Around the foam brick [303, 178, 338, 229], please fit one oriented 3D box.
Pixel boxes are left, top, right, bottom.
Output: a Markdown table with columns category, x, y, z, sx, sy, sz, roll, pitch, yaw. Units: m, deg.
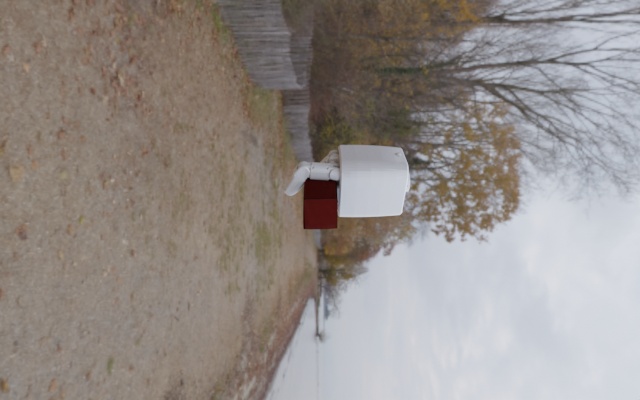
| category | x | y | z | sx | sy | sz | roll | pitch | yaw |
| --- | --- | --- | --- | --- | --- | --- | --- | --- | --- |
| foam brick | 0.000 | 0.003 | 0.729 | 0.051 | 0.053 | 0.078 | 1 | 29 | 0 |
